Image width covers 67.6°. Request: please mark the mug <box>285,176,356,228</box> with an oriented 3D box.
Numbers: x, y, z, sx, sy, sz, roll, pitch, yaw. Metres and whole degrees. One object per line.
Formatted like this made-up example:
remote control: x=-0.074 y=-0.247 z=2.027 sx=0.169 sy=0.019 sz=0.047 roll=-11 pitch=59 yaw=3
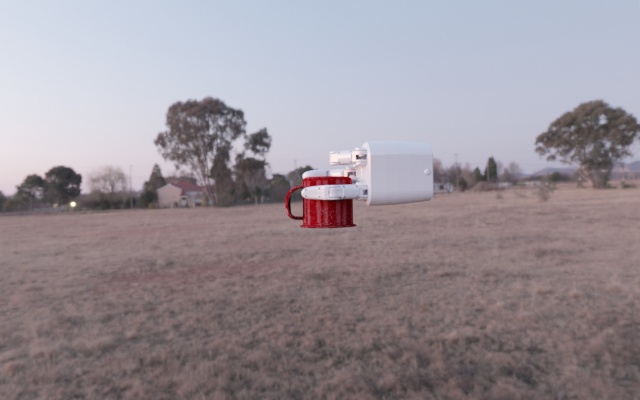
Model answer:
mug: x=-0.001 y=0.002 z=0.781 sx=0.117 sy=0.081 sz=0.093 roll=-1 pitch=0 yaw=-10
